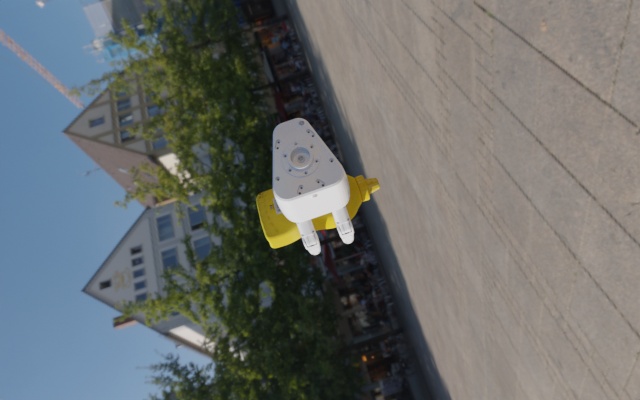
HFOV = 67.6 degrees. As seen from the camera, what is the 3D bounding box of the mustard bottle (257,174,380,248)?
[{"bbox_3d":[0.000,0.003,0.751,0.191,0.096,0.058,-19,-40,0],"label":"mustard bottle"}]
